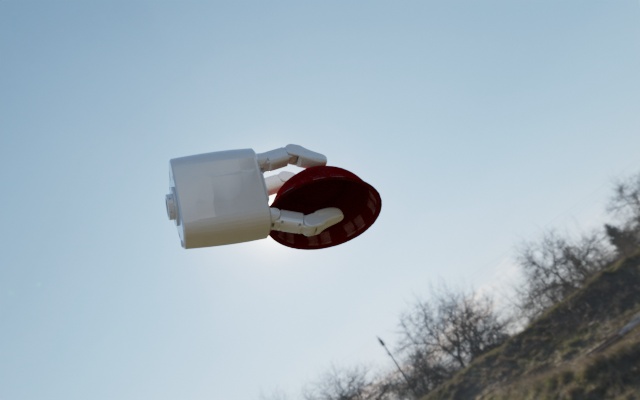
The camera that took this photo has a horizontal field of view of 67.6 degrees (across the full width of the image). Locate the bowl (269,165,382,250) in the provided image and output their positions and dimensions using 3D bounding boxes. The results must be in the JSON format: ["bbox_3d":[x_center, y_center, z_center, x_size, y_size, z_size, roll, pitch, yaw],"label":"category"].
[{"bbox_3d":[0.001,0.002,0.658,0.162,0.055,0.162,-8,-38,-6],"label":"bowl"}]
